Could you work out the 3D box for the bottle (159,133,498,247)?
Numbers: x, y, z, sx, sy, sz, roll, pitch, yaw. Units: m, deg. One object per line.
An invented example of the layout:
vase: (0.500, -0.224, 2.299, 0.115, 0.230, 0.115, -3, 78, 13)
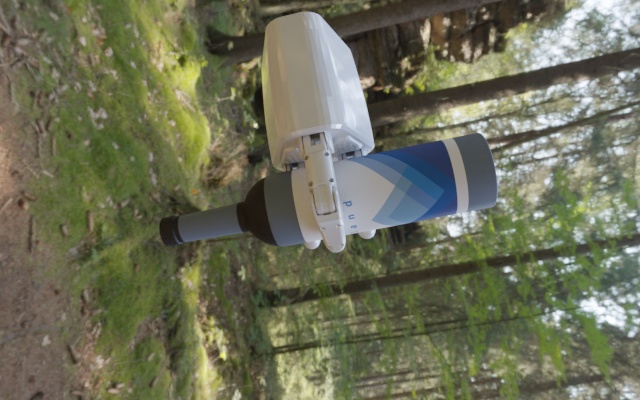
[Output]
bottle: (0.000, 0.001, 0.430, 0.296, 0.069, 0.069, -11, -1, 5)
